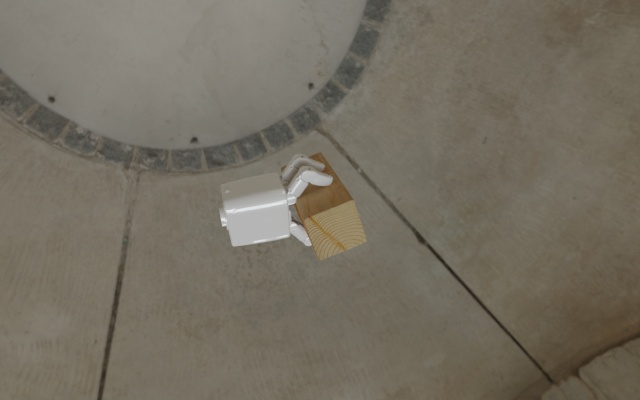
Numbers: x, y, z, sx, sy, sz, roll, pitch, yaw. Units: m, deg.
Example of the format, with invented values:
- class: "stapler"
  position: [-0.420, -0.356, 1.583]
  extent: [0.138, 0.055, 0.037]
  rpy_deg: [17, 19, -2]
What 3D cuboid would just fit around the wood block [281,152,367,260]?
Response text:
- class: "wood block"
  position: [0.000, 0.003, 0.865]
  extent: [0.090, 0.091, 0.206]
  rpy_deg: [-22, 31, -4]
